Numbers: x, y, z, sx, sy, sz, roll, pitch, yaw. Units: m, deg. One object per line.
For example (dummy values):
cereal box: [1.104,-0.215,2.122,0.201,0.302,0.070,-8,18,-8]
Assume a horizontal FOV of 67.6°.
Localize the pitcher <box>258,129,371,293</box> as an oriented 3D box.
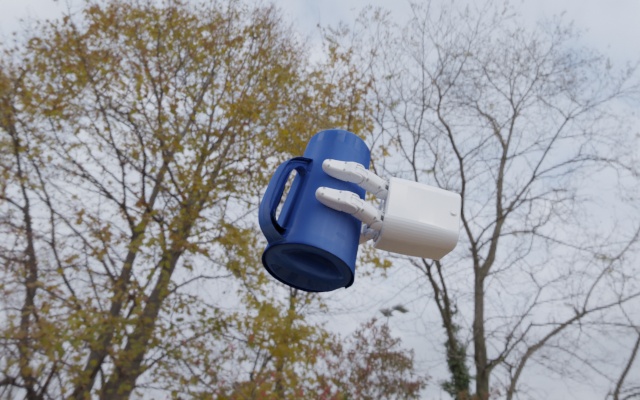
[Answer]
pitcher: [0.000,0.002,0.722,0.145,0.242,0.149,12,-36,4]
